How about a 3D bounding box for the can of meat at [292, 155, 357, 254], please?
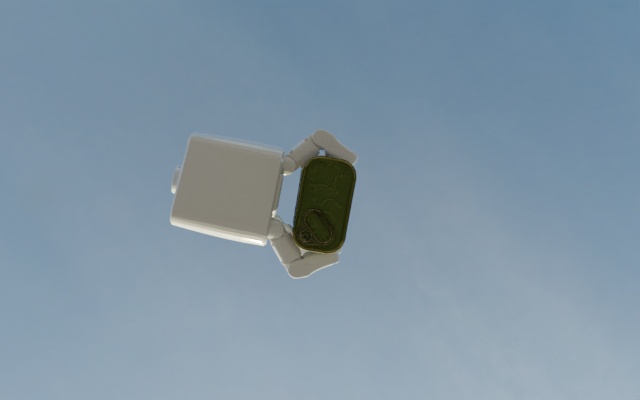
[{"bbox_3d":[0.000,0.002,0.542,0.057,0.102,0.084,9,3,-6],"label":"can of meat"}]
